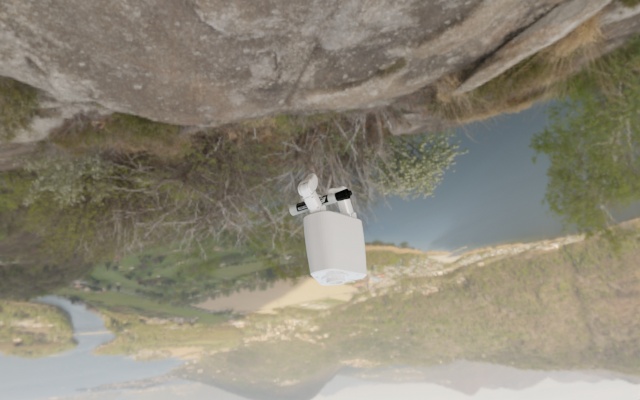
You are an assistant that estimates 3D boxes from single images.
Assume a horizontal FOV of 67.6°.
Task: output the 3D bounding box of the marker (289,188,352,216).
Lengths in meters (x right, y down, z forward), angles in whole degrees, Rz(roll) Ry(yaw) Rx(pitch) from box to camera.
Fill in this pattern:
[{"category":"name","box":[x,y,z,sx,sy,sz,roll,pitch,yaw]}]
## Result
[{"category":"marker","box":[0.000,0.003,0.843,0.121,0.020,0.020,-17,-7,25]}]
